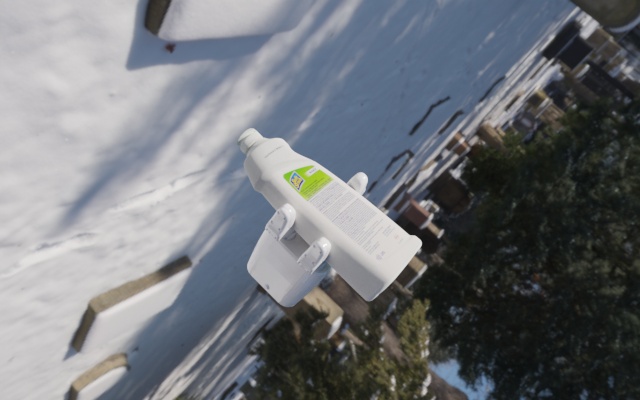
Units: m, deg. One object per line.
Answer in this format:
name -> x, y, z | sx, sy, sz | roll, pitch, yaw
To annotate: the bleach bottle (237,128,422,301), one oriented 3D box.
bleach bottle -> 0.000, 0.002, 0.586 | 0.102, 0.251, 0.068 | -38, -11, -46
